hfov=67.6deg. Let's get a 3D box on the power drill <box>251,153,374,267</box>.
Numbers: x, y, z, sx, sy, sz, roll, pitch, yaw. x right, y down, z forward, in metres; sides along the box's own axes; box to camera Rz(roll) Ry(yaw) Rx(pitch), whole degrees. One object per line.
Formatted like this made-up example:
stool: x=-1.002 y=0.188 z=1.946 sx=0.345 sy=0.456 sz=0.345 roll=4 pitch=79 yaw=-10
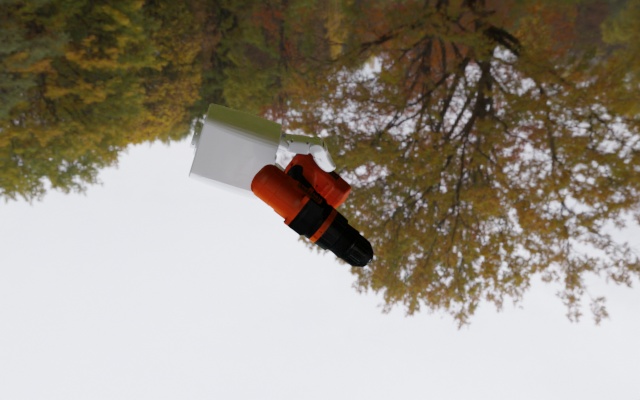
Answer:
power drill: x=0.000 y=0.002 z=0.673 sx=0.184 sy=0.057 sz=0.187 roll=40 pitch=16 yaw=-6
